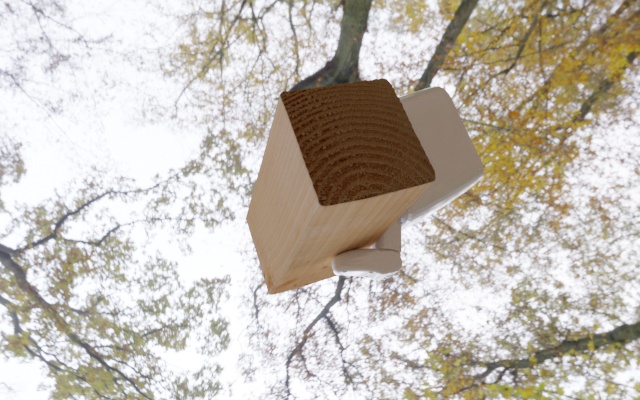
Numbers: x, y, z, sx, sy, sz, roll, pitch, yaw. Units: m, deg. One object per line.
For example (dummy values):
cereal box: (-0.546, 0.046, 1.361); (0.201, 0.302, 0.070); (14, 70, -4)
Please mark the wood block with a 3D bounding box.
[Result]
wood block: (0.001, 0.002, 0.411); (0.090, 0.090, 0.206); (-13, -22, -21)
